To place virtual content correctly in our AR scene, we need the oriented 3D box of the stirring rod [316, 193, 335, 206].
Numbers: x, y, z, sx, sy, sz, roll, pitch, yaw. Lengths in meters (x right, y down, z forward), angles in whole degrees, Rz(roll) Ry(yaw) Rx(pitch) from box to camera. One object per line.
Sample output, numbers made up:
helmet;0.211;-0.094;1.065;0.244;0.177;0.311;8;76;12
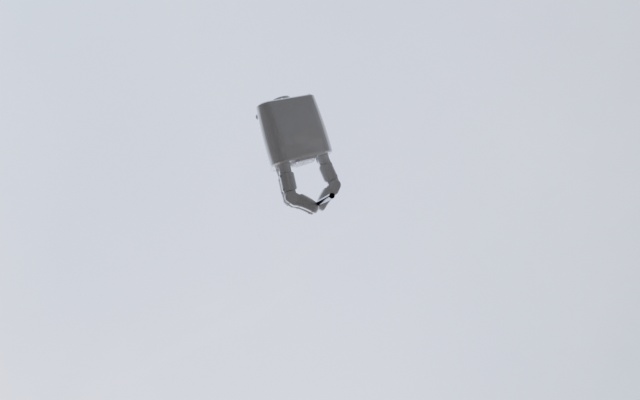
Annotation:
stirring rod;0.000;0.002;0.758;0.011;0.011;0.239;0;-4;-7
